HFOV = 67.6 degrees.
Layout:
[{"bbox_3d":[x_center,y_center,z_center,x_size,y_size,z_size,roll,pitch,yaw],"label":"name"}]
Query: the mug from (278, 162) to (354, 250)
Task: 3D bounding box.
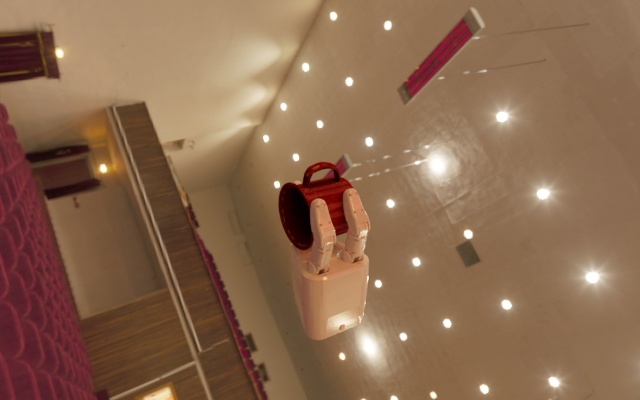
[{"bbox_3d":[0.000,0.001,0.648,0.081,0.117,0.093,-15,31,-30],"label":"mug"}]
